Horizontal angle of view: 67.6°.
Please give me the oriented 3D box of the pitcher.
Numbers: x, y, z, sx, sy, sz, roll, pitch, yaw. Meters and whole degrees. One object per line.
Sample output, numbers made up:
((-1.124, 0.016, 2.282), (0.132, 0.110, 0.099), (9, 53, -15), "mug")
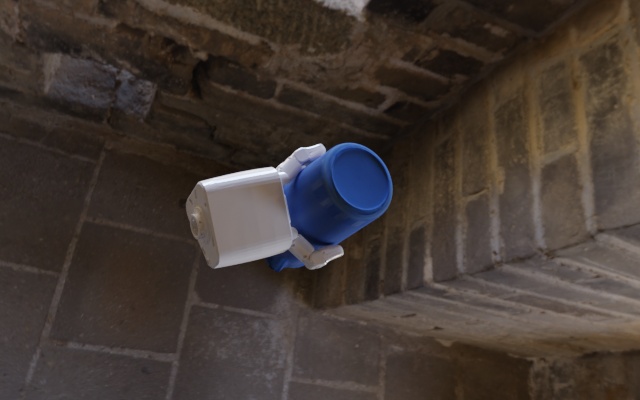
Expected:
((0.000, 0.002, 0.713), (0.145, 0.149, 0.243), (-13, -12, -32), "pitcher")
